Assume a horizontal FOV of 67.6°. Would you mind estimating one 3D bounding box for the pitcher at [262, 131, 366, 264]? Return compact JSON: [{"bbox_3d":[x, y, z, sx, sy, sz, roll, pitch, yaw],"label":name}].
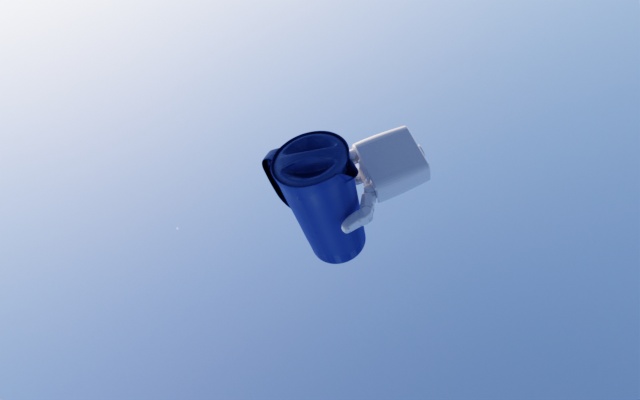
[{"bbox_3d":[0.000,0.003,0.861,0.145,0.243,0.149,-22,46,-3],"label":"pitcher"}]
